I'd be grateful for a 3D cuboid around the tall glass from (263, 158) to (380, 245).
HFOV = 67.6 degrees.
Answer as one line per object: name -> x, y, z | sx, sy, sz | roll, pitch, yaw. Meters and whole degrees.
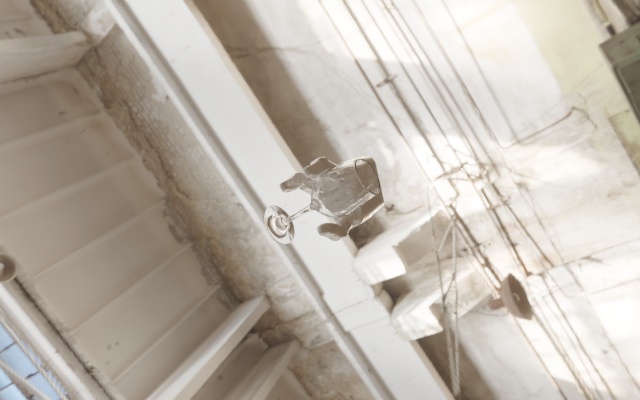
tall glass -> 0.000, 0.003, 0.786 | 0.201, 0.079, 0.079 | -29, -17, 34
